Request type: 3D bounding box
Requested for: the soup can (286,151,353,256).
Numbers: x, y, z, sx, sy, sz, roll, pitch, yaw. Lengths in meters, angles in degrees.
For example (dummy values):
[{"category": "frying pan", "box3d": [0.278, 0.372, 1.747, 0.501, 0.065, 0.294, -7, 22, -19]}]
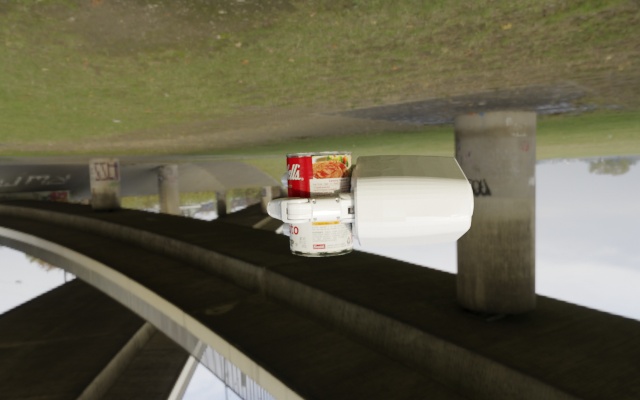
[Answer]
[{"category": "soup can", "box3d": [0.000, 0.002, 0.495, 0.068, 0.102, 0.068, -2, 4, 0]}]
